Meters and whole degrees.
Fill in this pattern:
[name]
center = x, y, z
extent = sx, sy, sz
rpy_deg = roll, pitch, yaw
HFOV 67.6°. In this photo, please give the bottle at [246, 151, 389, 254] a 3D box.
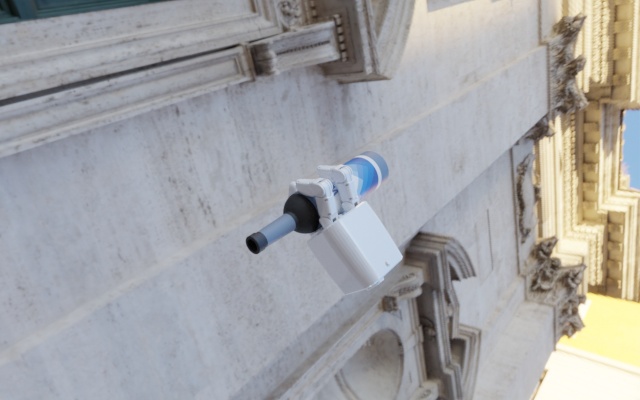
[bottle]
center = 0.000, 0.002, 0.741
extent = 0.069, 0.069, 0.295
rpy_deg = 0, 23, 43
